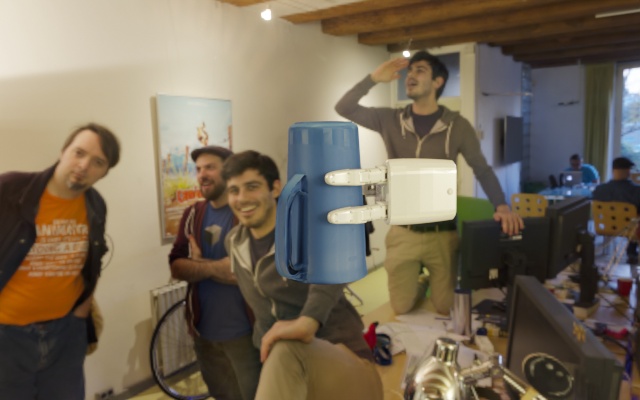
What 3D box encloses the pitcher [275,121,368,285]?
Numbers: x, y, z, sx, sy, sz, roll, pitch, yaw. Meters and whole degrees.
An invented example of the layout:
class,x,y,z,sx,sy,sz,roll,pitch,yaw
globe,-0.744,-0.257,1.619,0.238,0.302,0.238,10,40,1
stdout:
class,x,y,z,sx,sy,sz,roll,pitch,yaw
pitcher,0.000,0.002,0.734,0.145,0.243,0.149,-2,7,-5
